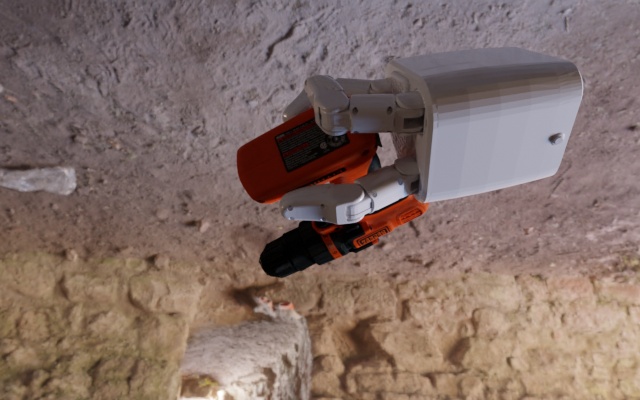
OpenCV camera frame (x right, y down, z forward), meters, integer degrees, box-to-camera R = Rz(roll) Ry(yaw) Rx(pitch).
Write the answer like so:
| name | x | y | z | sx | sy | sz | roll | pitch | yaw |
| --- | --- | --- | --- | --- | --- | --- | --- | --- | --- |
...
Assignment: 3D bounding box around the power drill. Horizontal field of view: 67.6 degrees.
| name | x | y | z | sx | sy | sz | roll | pitch | yaw |
| --- | --- | --- | --- | --- | --- | --- | --- | --- | --- |
| power drill | 0.000 | 0.001 | 0.427 | 0.184 | 0.057 | 0.188 | -28 | -28 | 6 |
